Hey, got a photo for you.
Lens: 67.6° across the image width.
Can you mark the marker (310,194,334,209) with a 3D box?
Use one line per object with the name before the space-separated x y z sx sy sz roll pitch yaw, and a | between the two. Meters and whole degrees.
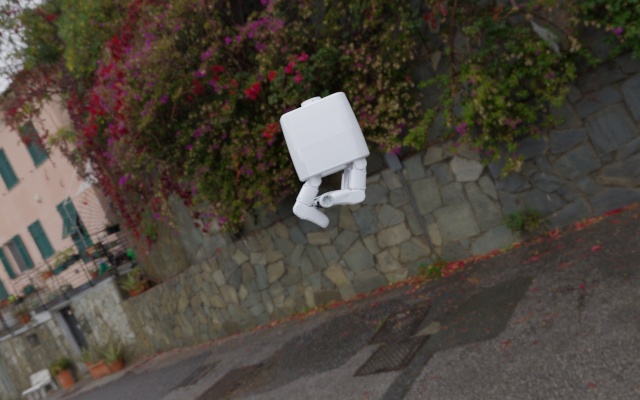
marker | 0.000 0.002 0.717 0.020 0.020 0.121 0 -2 -9
